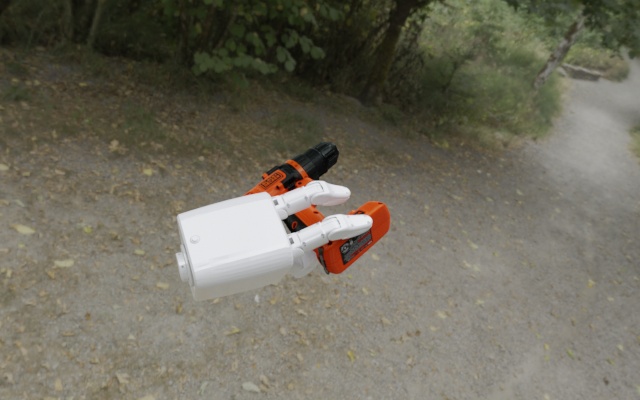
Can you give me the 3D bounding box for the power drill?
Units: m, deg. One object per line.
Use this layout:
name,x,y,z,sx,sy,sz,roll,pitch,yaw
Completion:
power drill,0.000,0.002,0.637,0.184,0.057,0.187,-40,46,-21
